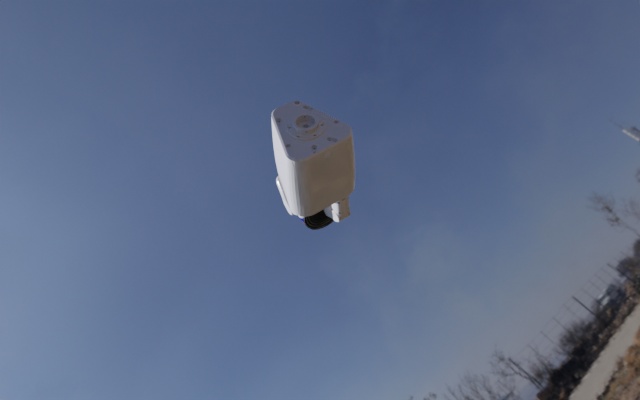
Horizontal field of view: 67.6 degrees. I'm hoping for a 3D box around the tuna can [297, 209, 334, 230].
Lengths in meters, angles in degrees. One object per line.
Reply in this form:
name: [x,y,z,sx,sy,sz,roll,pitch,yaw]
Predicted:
tuna can: [0.000,0.002,0.757,0.086,0.086,0.033,0,35,-47]
